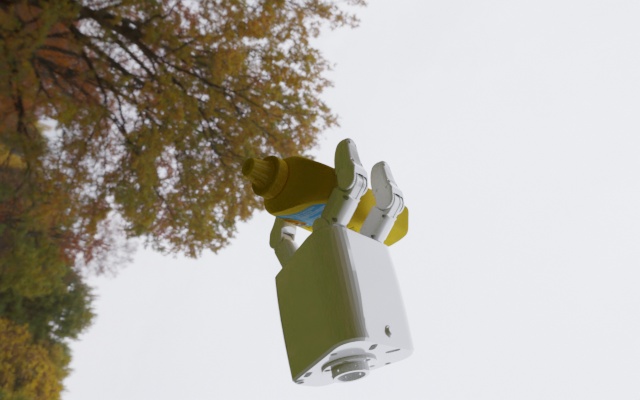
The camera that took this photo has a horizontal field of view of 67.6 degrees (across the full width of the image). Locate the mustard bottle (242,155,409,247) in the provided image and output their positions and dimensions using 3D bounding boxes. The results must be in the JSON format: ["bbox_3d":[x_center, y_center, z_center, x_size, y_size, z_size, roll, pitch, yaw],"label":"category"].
[{"bbox_3d":[0.000,0.001,0.494,0.096,0.058,0.192,-14,-29,43],"label":"mustard bottle"}]
